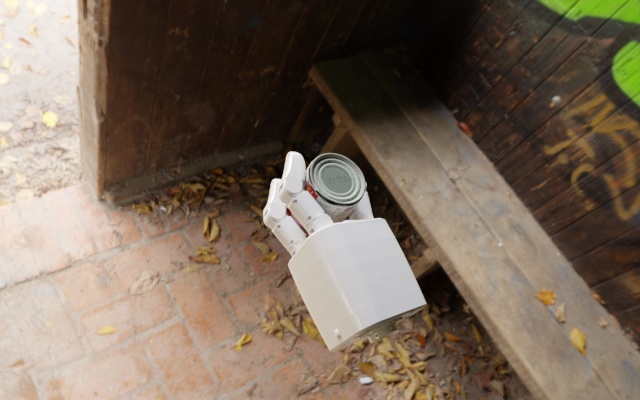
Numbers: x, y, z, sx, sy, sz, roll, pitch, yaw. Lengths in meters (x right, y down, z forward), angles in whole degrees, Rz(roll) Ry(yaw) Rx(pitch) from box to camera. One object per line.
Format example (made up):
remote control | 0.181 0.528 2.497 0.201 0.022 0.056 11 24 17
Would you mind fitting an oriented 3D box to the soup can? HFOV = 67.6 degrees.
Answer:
soup can | 0.000 0.001 0.544 0.068 0.068 0.102 0 -30 -25
